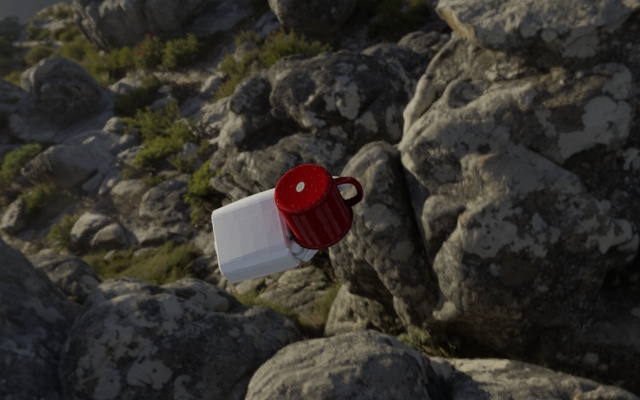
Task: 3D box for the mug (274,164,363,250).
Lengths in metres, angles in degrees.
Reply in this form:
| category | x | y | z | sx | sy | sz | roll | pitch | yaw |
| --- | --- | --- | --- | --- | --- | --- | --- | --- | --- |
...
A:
| category | x | y | z | sx | sy | sz | roll | pitch | yaw |
| --- | --- | --- | --- | --- | --- | --- | --- | --- | --- |
| mug | 0.001 | 0.002 | 0.635 | 0.117 | 0.093 | 0.082 | -19 | -41 | 8 |
